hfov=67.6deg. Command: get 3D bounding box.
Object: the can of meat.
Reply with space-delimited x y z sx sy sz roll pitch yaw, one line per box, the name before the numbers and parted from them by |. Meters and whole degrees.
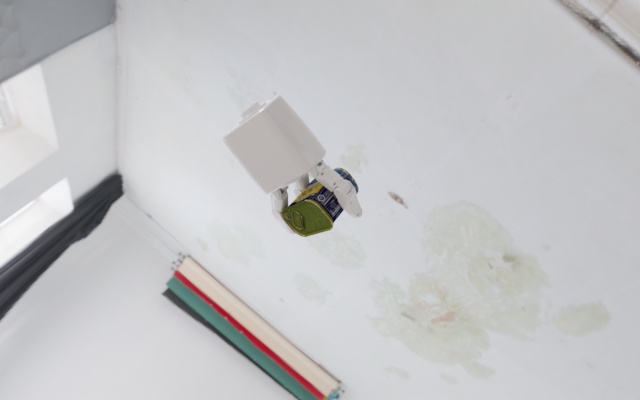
can of meat | 0.000 0.002 0.725 0.084 0.057 0.102 -49 16 -32
